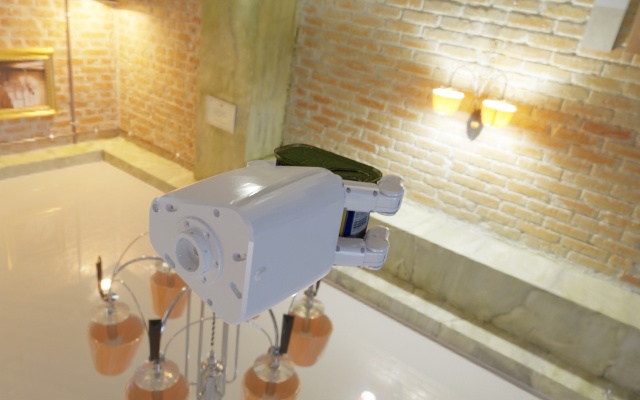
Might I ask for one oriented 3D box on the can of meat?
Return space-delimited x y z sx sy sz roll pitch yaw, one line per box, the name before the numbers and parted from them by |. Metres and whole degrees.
can of meat | 0.000 0.002 0.457 0.102 0.084 0.057 22 26 26
